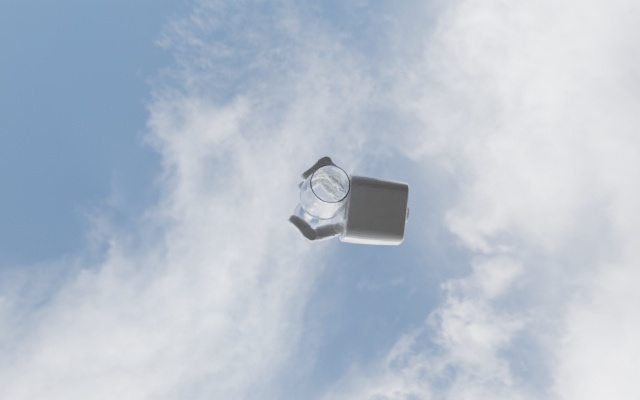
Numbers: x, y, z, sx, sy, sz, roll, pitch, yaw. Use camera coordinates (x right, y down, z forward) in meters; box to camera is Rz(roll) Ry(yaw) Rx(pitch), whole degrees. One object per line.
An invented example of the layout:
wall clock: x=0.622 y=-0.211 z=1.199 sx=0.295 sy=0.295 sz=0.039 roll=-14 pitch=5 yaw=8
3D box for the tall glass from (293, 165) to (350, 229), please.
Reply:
tall glass: x=0.000 y=0.003 z=0.811 sx=0.079 sy=0.079 sz=0.201 roll=0 pitch=-16 yaw=-9
